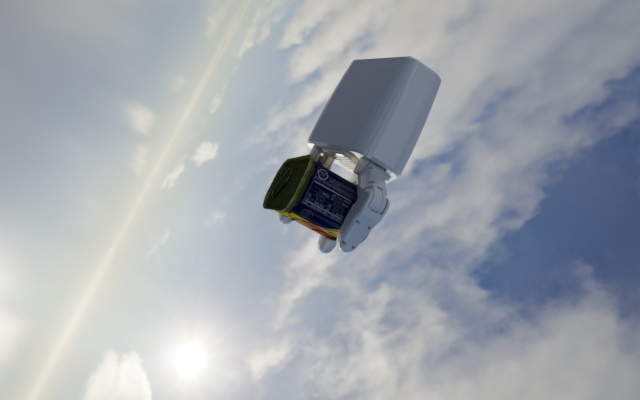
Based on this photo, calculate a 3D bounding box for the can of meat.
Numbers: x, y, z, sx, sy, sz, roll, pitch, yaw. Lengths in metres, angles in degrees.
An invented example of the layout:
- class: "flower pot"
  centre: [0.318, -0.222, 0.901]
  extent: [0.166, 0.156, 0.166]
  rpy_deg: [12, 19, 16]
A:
- class: "can of meat"
  centre: [0.000, 0.002, 0.469]
  extent: [0.084, 0.057, 0.102]
  rpy_deg: [28, -8, -18]
